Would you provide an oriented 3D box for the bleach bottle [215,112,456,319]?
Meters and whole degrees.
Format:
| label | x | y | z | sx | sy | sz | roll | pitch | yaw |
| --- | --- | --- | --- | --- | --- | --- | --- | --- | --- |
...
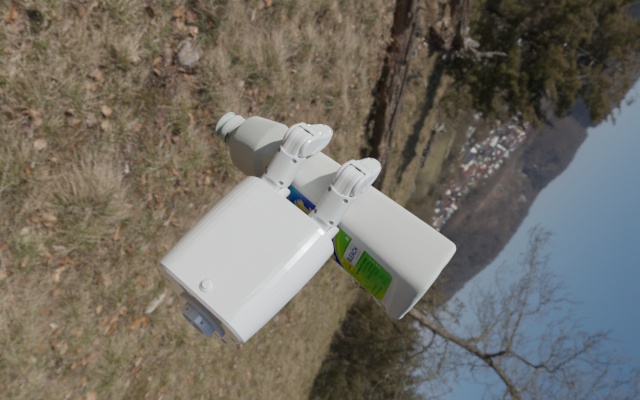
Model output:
| label | x | y | z | sx | sy | sz | roll | pitch | yaw |
| --- | --- | --- | --- | --- | --- | --- | --- | --- | --- |
| bleach bottle | 0.000 | 0.001 | 0.456 | 0.251 | 0.068 | 0.103 | 38 | -26 | 14 |
